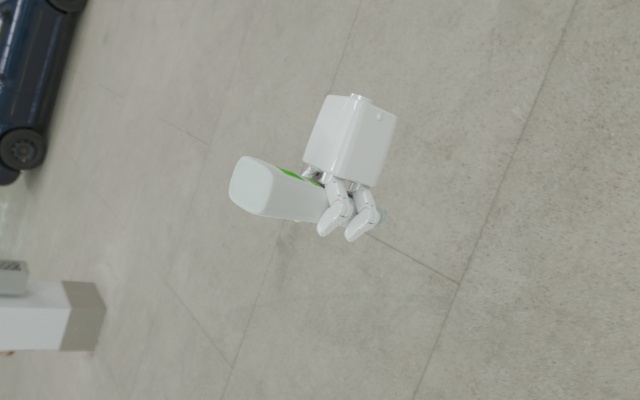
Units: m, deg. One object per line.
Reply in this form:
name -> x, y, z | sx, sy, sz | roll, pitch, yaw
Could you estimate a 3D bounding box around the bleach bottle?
bleach bottle -> 0.000, 0.002, 0.697 | 0.251, 0.068, 0.102 | 14, 9, -40
